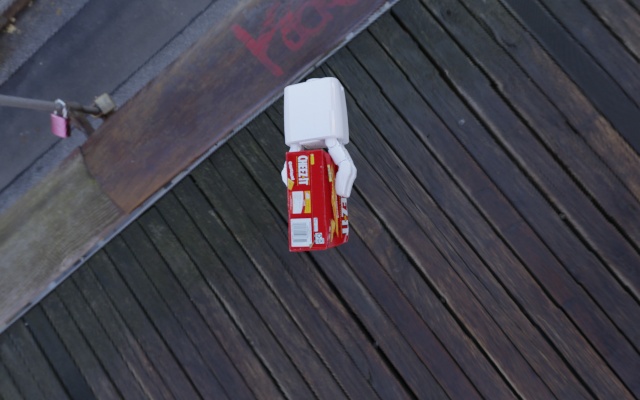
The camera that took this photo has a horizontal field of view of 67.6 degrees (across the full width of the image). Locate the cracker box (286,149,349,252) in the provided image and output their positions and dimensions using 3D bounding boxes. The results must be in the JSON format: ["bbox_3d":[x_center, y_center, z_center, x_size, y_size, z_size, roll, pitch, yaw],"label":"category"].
[{"bbox_3d":[0.000,0.003,0.866,0.072,0.164,0.214,-3,-2,13],"label":"cracker box"}]
